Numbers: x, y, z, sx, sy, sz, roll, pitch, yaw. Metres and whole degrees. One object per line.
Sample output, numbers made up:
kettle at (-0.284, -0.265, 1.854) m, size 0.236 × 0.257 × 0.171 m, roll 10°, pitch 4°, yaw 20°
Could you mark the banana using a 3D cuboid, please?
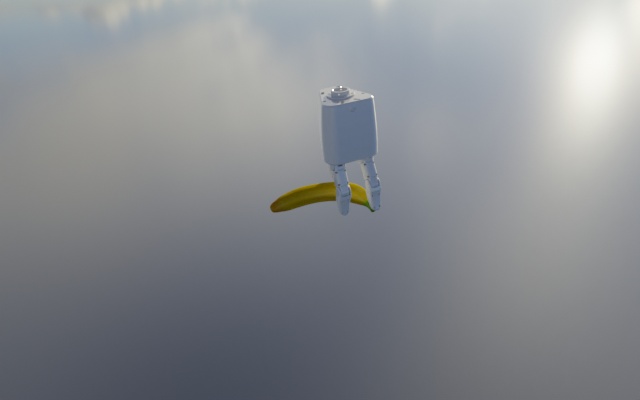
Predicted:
banana at (0.005, -0.007, 0.901) m, size 0.198 × 0.037 × 0.069 m, roll -2°, pitch 32°, yaw 6°
